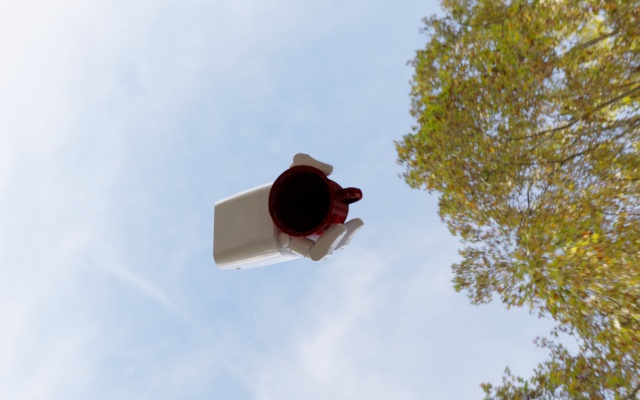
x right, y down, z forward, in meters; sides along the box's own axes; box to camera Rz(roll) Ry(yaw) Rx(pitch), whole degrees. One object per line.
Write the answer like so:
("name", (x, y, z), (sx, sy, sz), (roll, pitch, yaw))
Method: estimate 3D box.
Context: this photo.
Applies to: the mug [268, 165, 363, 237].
("mug", (0.001, 0.002, 0.638), (0.117, 0.093, 0.081), (-16, -12, 20))
